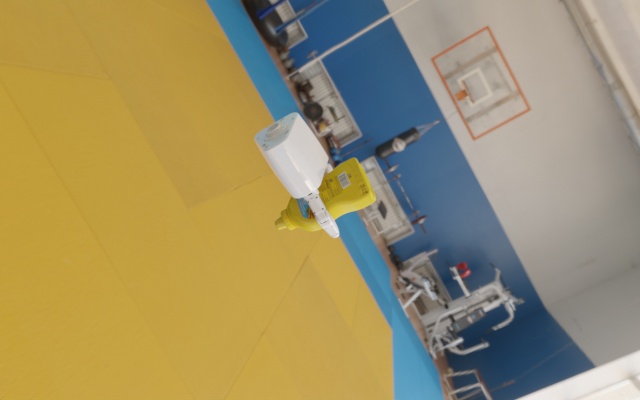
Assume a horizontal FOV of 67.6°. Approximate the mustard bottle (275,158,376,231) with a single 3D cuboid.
[{"bbox_3d":[0.001,0.003,0.880,0.191,0.096,0.058,-28,-36,11],"label":"mustard bottle"}]
